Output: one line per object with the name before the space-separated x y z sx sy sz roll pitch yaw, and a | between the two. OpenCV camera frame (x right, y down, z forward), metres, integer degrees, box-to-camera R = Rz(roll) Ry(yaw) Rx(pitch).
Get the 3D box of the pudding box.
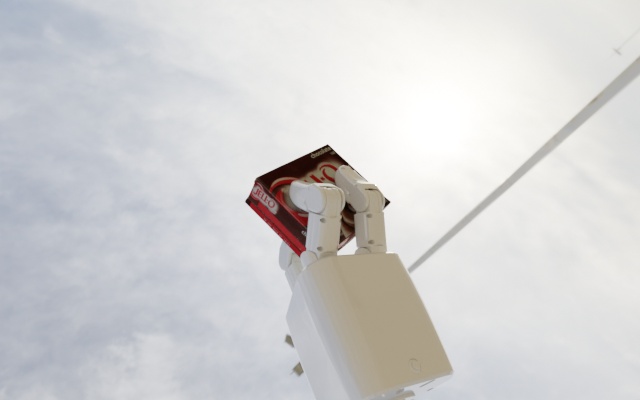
pudding box | 0.000 0.002 0.447 0.113 0.090 0.039 -31 -19 -50
